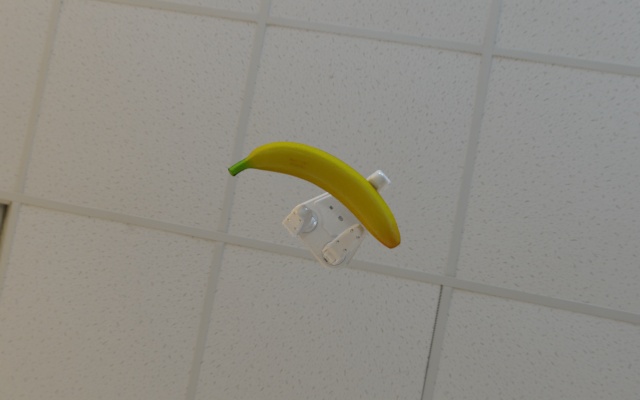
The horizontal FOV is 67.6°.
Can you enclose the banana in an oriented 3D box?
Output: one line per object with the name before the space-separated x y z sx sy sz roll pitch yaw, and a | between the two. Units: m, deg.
banana | 0.005 -0.016 0.517 0.198 0.069 0.037 24 -10 2
